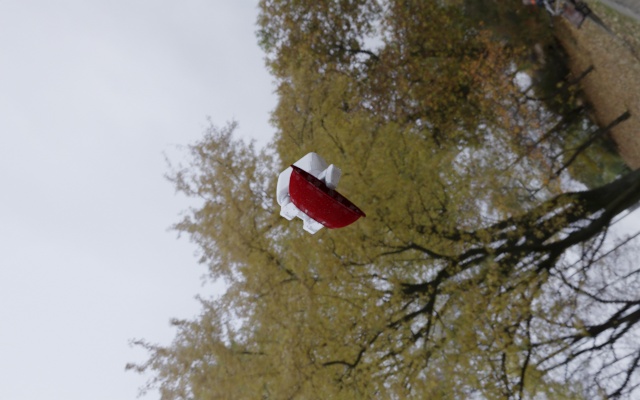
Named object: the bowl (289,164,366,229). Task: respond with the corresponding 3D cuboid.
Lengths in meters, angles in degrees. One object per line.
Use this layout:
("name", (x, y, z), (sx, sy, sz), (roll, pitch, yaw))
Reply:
("bowl", (0.000, 0.003, 0.845), (0.162, 0.055, 0.162), (34, 6, -4))
